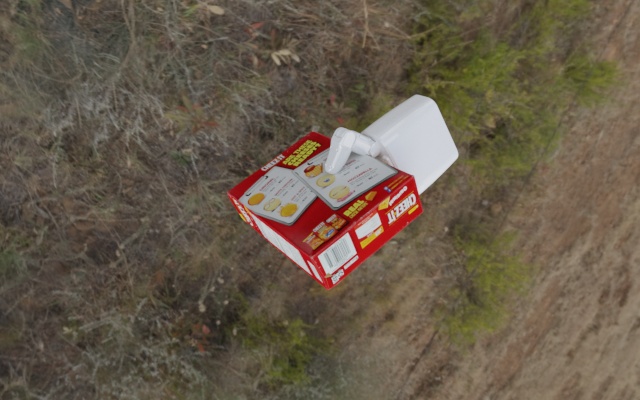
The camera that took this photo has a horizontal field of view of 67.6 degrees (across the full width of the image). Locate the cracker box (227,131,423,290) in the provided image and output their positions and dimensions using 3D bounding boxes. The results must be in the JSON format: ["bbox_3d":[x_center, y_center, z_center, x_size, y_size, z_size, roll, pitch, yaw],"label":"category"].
[{"bbox_3d":[0.000,0.002,0.636,0.164,0.072,0.213,-38,39,-18],"label":"cracker box"}]
